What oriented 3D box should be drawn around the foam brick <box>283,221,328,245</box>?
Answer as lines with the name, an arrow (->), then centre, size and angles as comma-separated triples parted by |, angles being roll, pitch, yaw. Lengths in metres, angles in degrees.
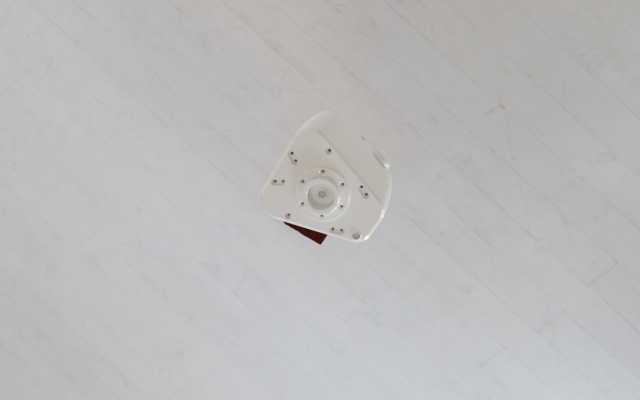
foam brick -> 0.000, 0.002, 0.560 | 0.053, 0.078, 0.051 | 31, 20, -5
